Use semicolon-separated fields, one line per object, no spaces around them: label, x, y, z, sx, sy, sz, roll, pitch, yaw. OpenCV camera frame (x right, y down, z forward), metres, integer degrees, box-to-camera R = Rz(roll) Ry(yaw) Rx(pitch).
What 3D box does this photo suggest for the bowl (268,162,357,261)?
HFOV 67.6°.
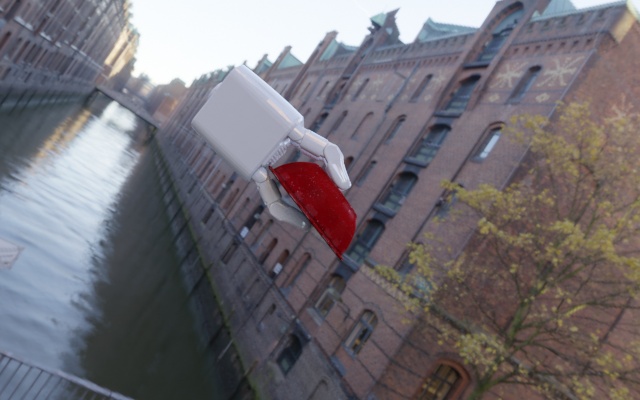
bowl;0.001;0.003;0.644;0.055;0.162;0.162;-37;1;-2
